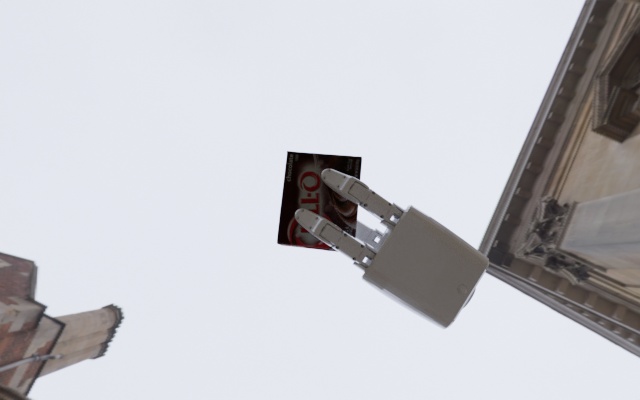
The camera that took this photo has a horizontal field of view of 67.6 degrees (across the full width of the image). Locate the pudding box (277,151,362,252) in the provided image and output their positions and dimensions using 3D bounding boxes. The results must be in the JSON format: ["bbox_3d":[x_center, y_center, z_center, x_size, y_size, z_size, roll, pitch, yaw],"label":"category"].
[{"bbox_3d":[0.000,0.002,0.566,0.090,0.113,0.039,5,-9,4],"label":"pudding box"}]
